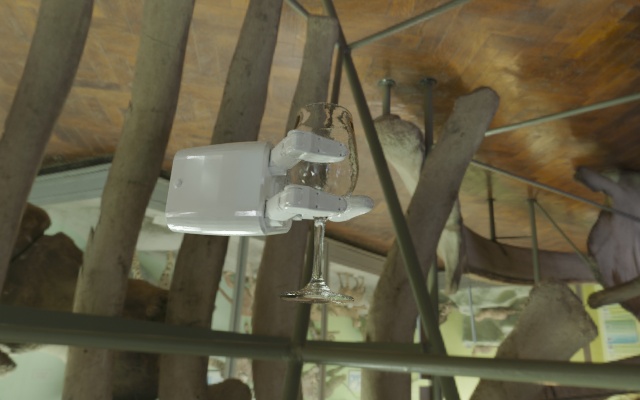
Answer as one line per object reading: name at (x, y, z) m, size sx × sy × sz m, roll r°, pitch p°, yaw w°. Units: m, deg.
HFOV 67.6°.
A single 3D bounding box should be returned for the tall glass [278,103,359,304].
tall glass at (0.000, 0.002, 0.495) m, size 0.079 × 0.201 × 0.079 m, roll 3°, pitch -18°, yaw 1°
